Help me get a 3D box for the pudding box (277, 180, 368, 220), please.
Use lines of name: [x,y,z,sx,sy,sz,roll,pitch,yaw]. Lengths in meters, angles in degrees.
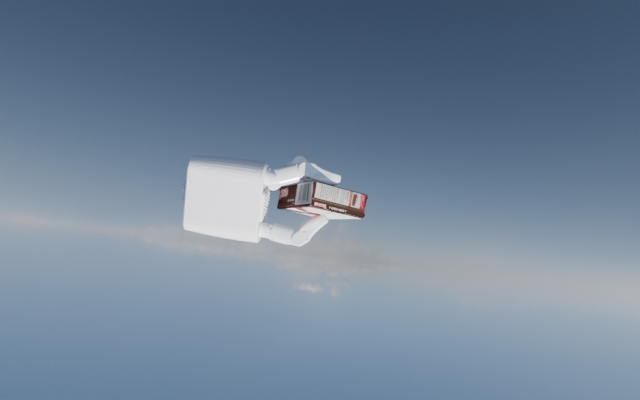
pudding box: [0.000,0.002,0.690,0.090,0.039,0.113,13,-7,-27]
